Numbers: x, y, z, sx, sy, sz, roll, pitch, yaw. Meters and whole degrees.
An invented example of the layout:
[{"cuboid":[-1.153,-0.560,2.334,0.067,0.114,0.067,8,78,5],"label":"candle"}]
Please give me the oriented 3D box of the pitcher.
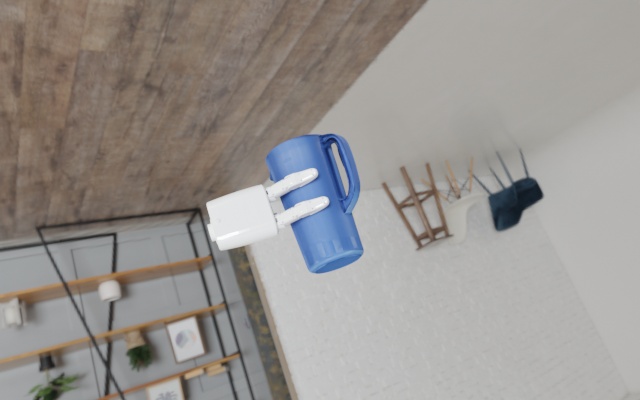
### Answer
[{"cuboid":[0.000,0.003,0.892,0.145,0.242,0.149,-16,-18,-12],"label":"pitcher"}]
